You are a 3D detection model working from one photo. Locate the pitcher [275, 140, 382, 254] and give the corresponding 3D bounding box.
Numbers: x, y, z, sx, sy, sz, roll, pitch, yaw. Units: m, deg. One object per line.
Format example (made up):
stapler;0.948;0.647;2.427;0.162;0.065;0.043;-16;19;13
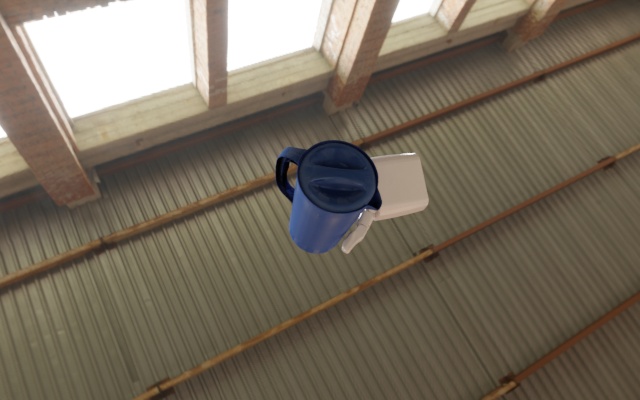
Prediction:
pitcher;0.000;0.003;0.859;0.145;0.149;0.243;-12;-22;-16
